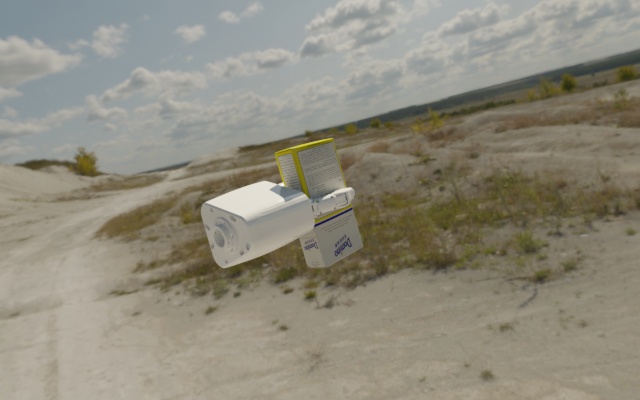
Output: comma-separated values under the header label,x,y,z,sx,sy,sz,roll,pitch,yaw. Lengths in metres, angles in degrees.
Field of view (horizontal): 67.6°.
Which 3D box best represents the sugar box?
label,x,y,z,sx,sy,sz,roll,pitch,yaw
sugar box,0.000,0.002,0.706,0.048,0.176,0.093,-6,11,44
